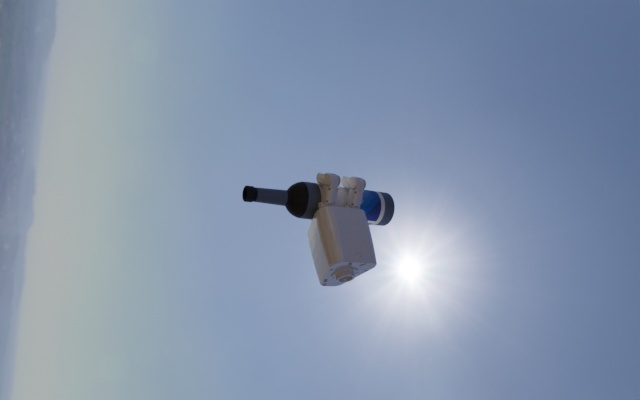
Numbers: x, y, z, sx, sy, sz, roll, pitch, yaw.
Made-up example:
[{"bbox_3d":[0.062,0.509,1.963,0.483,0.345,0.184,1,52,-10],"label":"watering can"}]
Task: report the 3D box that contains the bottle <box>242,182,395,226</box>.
[{"bbox_3d":[0.000,0.003,0.873,0.296,0.069,0.069,7,-3,-30],"label":"bottle"}]
